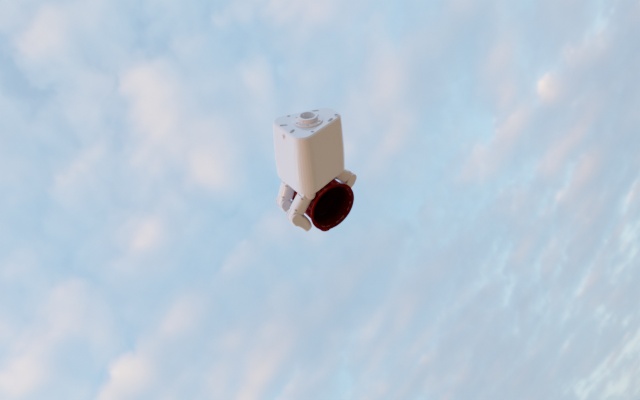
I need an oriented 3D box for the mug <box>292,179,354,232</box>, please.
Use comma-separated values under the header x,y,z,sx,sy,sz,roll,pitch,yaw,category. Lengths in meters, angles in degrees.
x,y,z,sx,sy,sz,roll,pitch,yaw,category
0.000,0.004,0.867,0.093,0.117,0.081,-24,41,-26,mug
